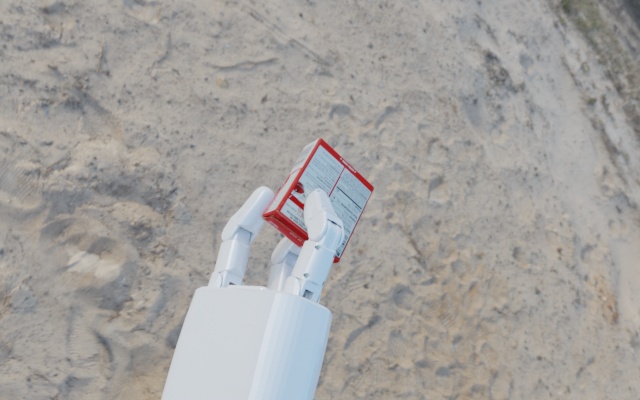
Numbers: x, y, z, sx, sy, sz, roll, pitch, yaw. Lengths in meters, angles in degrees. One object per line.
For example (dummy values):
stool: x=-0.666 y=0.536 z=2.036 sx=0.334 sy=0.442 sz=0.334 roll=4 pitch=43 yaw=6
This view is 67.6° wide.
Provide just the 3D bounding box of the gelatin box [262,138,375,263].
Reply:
gelatin box: x=0.000 y=0.001 z=0.426 sx=0.073 sy=0.089 sz=0.030 roll=40 pitch=-30 yaw=-20
